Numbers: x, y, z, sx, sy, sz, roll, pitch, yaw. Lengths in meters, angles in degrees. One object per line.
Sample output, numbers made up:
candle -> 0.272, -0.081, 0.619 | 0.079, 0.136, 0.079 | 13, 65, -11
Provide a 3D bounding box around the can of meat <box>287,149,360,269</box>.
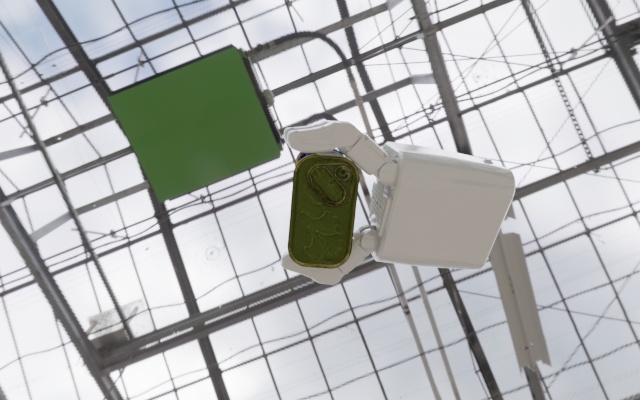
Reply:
can of meat -> 0.000, 0.002, 0.455 | 0.057, 0.102, 0.084 | 4, 13, -4
